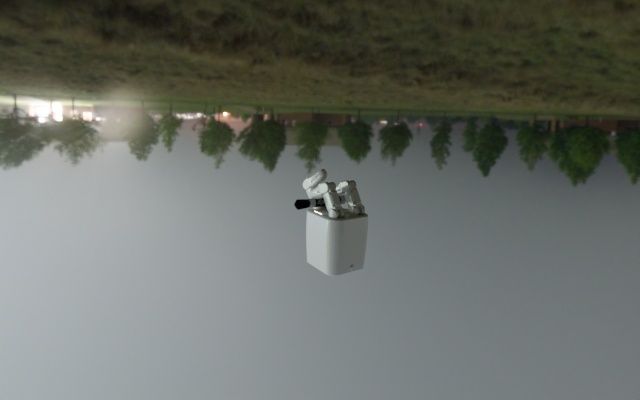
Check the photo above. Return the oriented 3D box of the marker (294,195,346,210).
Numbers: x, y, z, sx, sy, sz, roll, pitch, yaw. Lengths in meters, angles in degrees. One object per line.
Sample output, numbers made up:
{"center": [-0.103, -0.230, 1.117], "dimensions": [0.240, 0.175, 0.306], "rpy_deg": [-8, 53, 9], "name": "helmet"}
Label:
{"center": [0.000, 0.003, 0.896], "dimensions": [0.121, 0.020, 0.020], "rpy_deg": [-7, 4, -42], "name": "marker"}
